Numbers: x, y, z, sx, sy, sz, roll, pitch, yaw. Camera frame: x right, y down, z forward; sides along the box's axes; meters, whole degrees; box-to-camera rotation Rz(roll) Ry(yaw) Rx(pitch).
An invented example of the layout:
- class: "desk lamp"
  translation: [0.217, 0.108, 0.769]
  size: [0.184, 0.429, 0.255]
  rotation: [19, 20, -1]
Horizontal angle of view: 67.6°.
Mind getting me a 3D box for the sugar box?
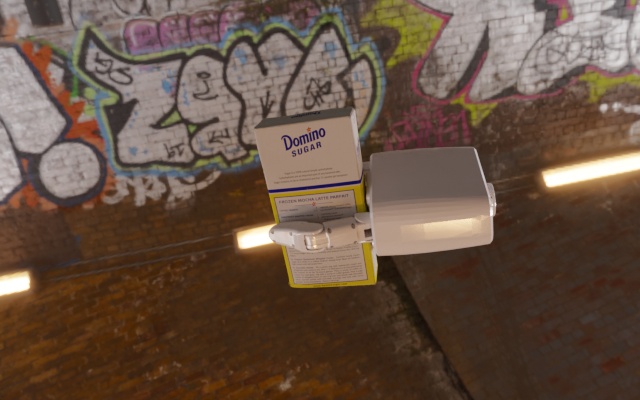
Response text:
- class: "sugar box"
  translation: [0.000, 0.001, 0.474]
  size: [0.093, 0.176, 0.048]
  rotation: [-5, 21, 11]
